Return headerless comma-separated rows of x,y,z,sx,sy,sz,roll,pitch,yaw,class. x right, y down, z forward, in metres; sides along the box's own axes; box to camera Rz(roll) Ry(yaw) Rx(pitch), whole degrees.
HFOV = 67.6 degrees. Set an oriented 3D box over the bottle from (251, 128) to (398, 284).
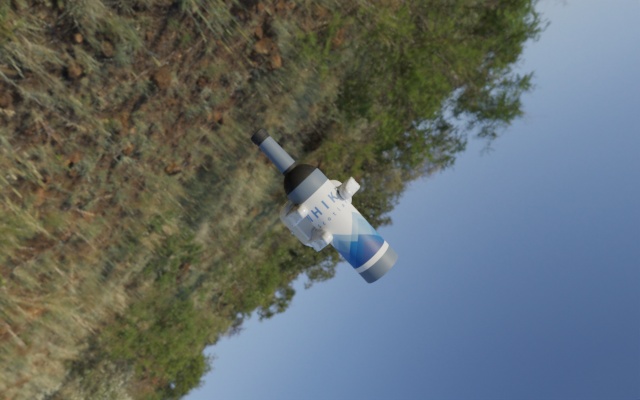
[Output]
0.000,0.003,0.755,0.069,0.296,0.069,-43,4,4,bottle
